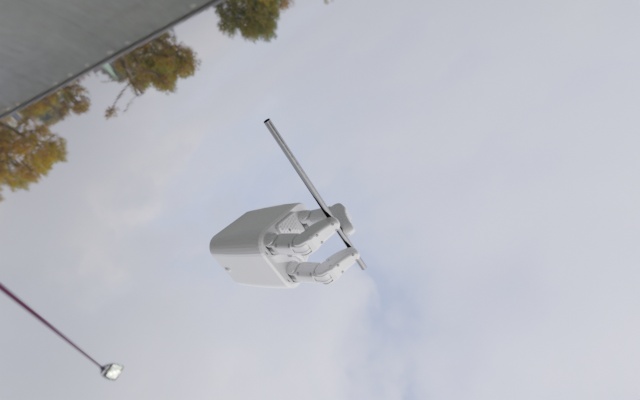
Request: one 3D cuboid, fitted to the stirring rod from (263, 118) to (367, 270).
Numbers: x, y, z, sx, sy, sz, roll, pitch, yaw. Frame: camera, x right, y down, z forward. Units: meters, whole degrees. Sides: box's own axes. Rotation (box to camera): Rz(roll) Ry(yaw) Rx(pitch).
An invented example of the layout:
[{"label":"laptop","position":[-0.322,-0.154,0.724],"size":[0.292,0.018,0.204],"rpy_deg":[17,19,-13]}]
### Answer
[{"label":"stirring rod","position":[0.000,0.002,0.569],"size":[0.011,0.240,0.011],"rpy_deg":[-24,31,16]}]
